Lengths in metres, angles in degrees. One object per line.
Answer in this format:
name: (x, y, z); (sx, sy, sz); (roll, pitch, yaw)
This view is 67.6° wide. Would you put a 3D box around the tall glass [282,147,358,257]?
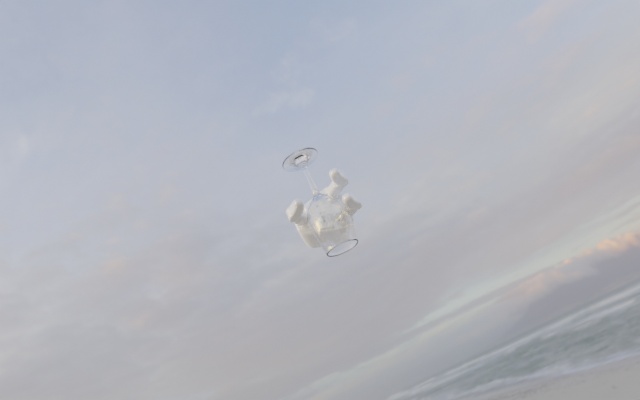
tall glass: (0.000, 0.002, 0.888); (0.079, 0.201, 0.079); (-21, -24, -10)
